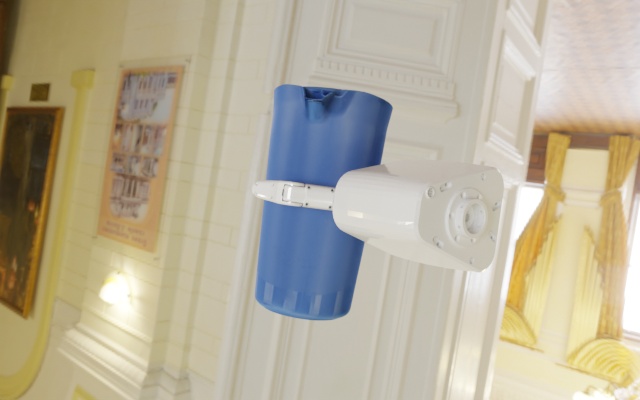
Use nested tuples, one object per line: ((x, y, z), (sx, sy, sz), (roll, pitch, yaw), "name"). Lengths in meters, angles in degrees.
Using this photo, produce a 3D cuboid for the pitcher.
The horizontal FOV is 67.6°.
((0.000, 0.002, 0.542), (0.149, 0.243, 0.145), (9, 0, -34), "pitcher")
